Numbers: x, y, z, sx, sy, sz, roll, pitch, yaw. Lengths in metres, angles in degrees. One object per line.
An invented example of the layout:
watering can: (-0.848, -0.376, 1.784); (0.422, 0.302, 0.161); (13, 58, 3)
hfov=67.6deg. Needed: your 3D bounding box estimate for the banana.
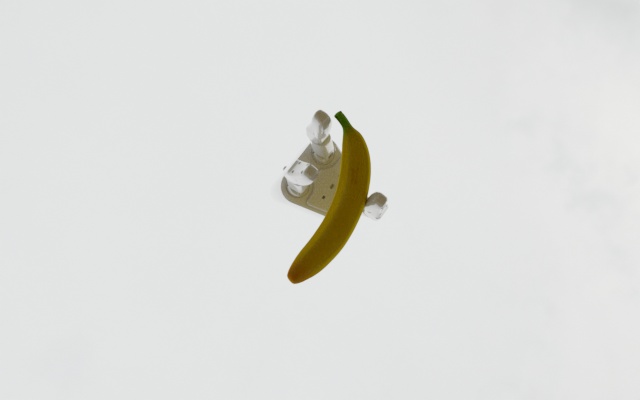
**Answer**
banana: (0.018, 0.004, 0.542); (0.069, 0.198, 0.037); (17, -6, -19)
